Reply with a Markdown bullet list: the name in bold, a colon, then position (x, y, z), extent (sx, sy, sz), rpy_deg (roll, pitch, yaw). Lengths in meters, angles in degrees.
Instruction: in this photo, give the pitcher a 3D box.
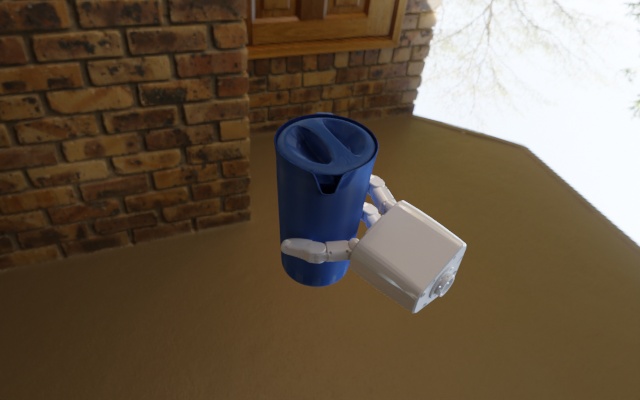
- **pitcher**: position (0.000, 0.002, 0.691), extent (0.145, 0.243, 0.149), rpy_deg (33, 48, 28)
